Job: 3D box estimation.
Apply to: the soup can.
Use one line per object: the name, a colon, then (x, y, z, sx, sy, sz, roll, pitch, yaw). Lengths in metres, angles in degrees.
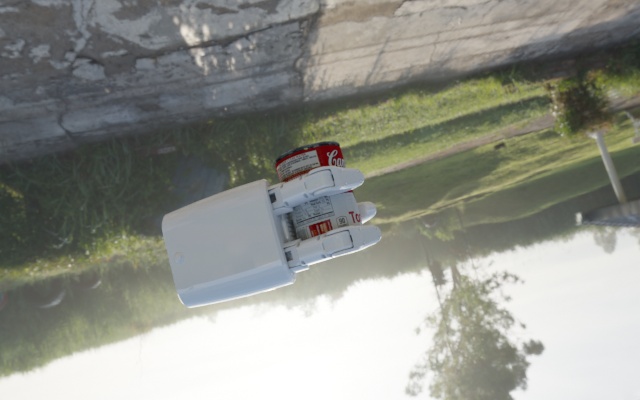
soup can: (0.001, 0.002, 0.467, 0.068, 0.102, 0.068, -16, -8, -2)
